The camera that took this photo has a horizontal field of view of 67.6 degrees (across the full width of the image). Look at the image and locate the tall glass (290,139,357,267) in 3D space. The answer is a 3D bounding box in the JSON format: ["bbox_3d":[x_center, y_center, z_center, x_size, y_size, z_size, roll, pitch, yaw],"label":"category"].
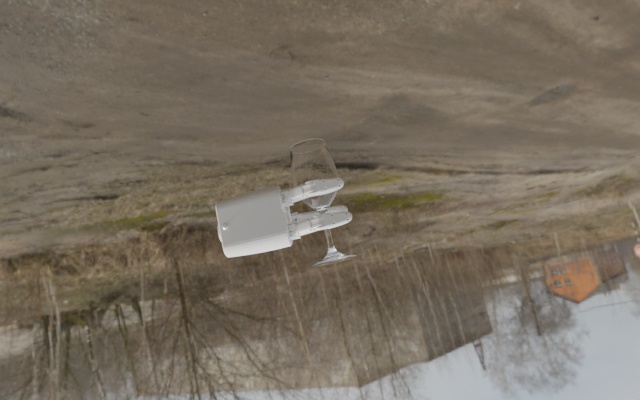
[{"bbox_3d":[0.000,0.003,0.786,0.079,0.201,0.079,-12,-11,-3],"label":"tall glass"}]
